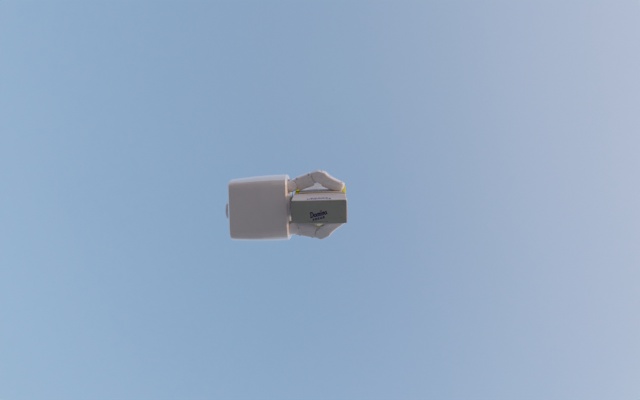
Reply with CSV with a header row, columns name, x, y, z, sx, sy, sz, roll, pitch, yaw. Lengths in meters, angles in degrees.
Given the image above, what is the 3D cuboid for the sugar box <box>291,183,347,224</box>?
name,x,y,z,sx,sy,sz,roll,pitch,yaw
sugar box,0.000,0.003,0.851,0.093,0.048,0.176,-1,13,3
